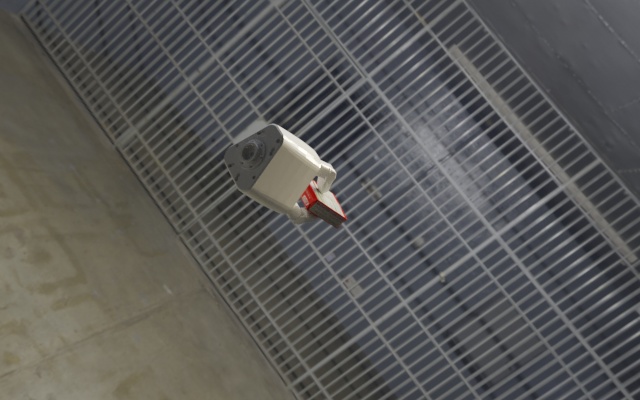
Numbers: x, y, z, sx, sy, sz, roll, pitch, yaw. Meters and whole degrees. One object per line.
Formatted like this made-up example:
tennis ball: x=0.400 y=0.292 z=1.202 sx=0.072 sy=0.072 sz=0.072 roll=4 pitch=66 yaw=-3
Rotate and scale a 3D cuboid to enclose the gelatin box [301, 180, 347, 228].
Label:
gelatin box: x=0.001 y=0.003 z=0.863 sx=0.089 sy=0.030 sz=0.073 roll=33 pitch=21 yaw=-41
